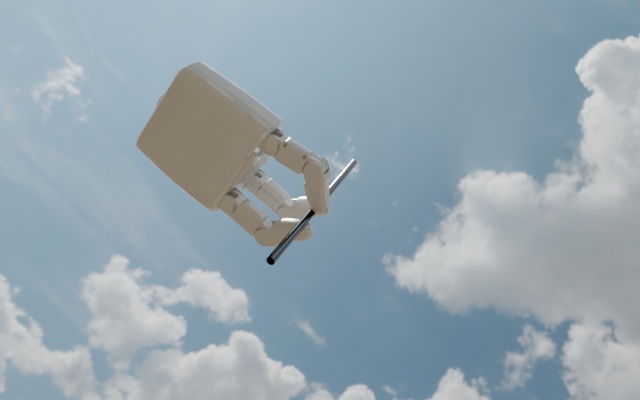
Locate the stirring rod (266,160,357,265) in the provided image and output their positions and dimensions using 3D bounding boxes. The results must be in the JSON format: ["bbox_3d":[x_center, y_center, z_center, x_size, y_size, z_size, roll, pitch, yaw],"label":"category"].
[{"bbox_3d":[0.000,0.002,0.504,0.011,0.011,0.239,0,24,23],"label":"stirring rod"}]
